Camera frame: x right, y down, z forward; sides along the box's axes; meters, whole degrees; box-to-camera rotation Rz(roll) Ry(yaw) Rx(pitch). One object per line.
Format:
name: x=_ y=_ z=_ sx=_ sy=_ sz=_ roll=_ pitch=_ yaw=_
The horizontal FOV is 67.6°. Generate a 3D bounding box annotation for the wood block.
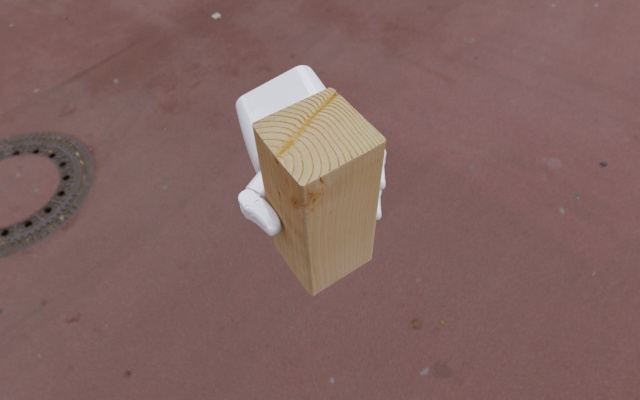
wood block: x=0.000 y=0.001 z=0.501 sx=0.091 sy=0.090 sz=0.206 roll=-29 pitch=-32 yaw=-18
